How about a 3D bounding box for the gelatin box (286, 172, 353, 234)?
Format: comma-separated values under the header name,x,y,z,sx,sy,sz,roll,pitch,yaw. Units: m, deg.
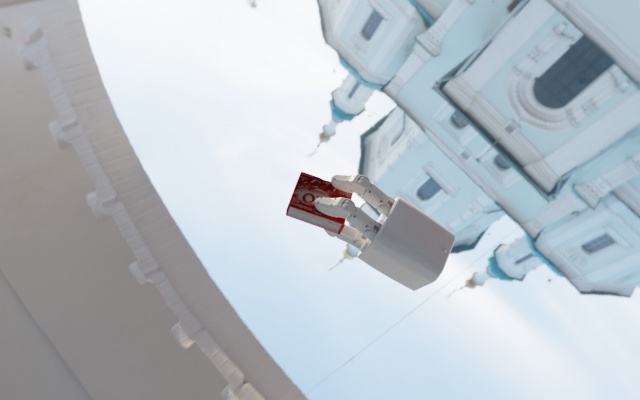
name,x,y,z,sx,sy,sz,roll,pitch,yaw
gelatin box,0.000,0.003,0.725,0.089,0.073,0.030,19,-39,-1
